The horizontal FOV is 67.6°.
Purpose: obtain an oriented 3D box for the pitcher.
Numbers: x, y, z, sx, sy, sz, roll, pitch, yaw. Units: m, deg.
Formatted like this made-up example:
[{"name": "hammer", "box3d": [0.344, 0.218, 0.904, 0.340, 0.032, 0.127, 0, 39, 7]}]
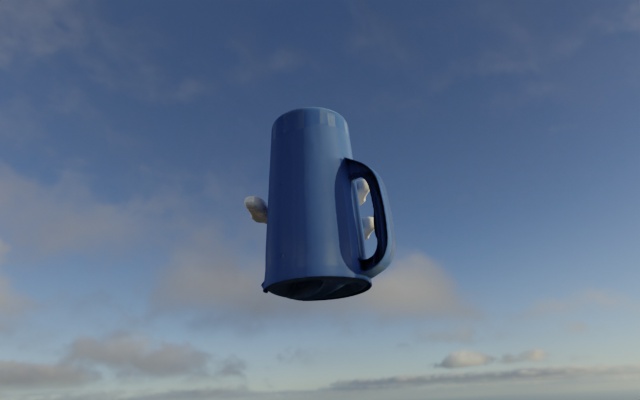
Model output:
[{"name": "pitcher", "box3d": [0.000, 0.002, 0.622, 0.149, 0.242, 0.145, 1, -23, -11]}]
